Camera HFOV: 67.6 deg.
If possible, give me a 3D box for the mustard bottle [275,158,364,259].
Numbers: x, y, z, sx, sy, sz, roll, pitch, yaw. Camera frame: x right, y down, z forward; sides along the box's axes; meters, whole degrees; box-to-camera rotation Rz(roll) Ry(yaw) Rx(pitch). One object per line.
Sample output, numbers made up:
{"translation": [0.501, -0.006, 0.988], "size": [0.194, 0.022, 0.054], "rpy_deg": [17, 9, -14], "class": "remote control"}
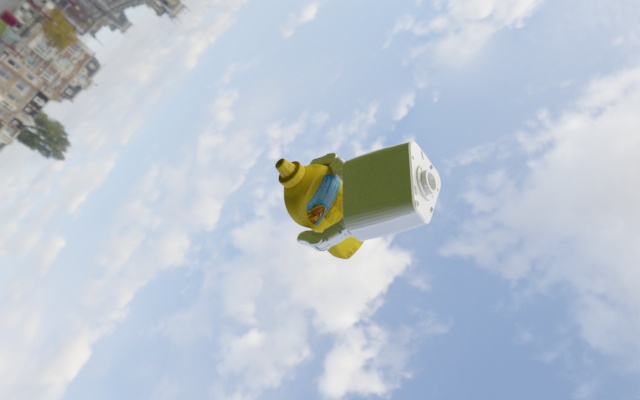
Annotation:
{"translation": [0.000, 0.003, 0.718], "size": [0.058, 0.096, 0.192], "rpy_deg": [8, -29, 49], "class": "mustard bottle"}
